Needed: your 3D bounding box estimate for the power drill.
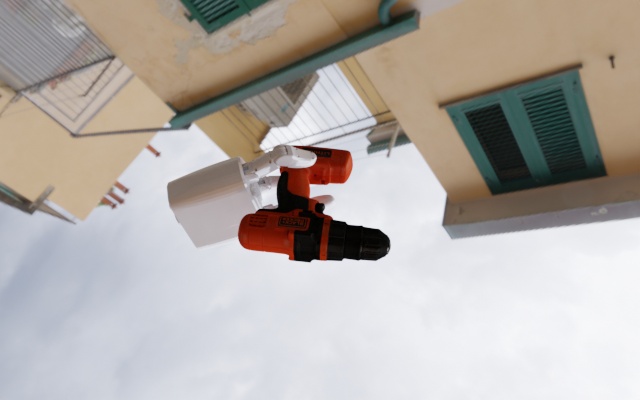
[{"bbox_3d":[0.000,0.002,0.628,0.184,0.057,0.187,7,39,3],"label":"power drill"}]
